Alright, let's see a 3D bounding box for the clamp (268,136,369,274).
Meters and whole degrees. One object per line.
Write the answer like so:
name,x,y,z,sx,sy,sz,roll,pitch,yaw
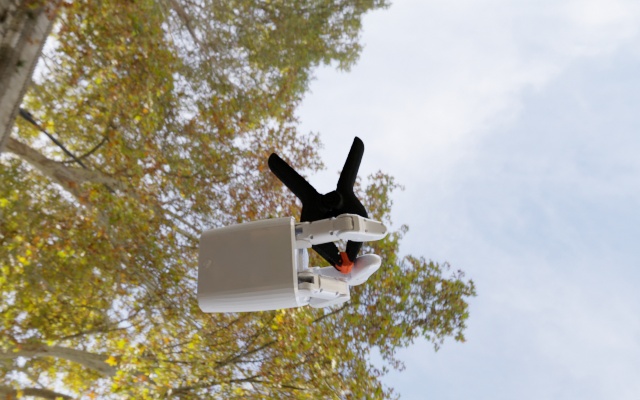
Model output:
clamp,0.000,0.002,0.561,0.120,0.171,0.039,-7,-28,4
